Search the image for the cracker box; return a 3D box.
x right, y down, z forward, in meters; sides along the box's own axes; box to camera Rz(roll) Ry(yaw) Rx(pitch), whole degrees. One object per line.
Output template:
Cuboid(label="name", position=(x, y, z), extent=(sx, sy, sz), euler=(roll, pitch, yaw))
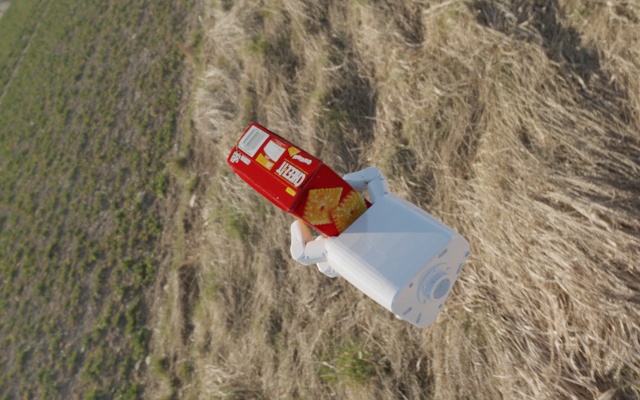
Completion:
Cuboid(label="cracker box", position=(0.000, 0.002, 0.622), extent=(0.214, 0.072, 0.164), euler=(38, -2, -43))
